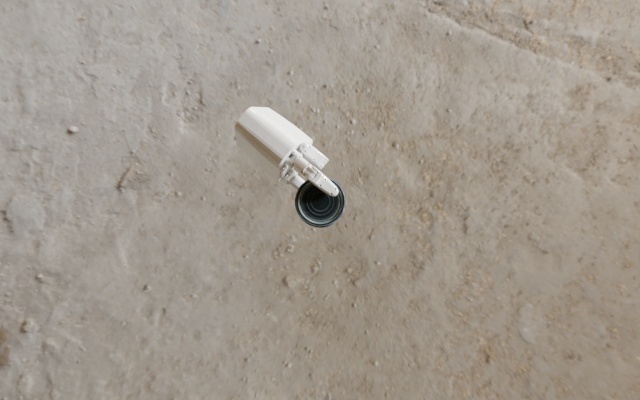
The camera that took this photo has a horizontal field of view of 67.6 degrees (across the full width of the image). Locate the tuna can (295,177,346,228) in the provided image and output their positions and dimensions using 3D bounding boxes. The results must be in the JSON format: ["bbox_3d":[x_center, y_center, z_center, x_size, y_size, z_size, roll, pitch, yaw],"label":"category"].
[{"bbox_3d":[0.000,0.003,0.797,0.086,0.086,0.034,0,-4,1],"label":"tuna can"}]
